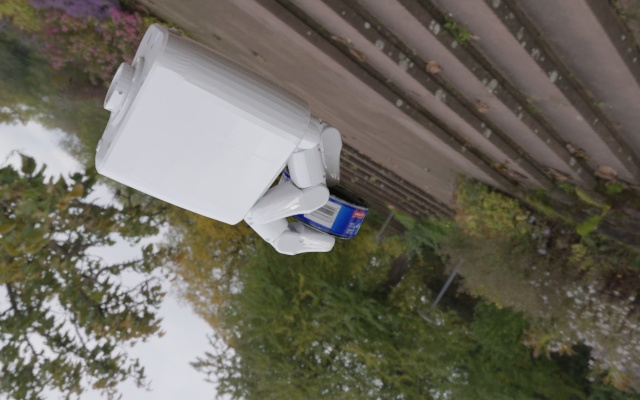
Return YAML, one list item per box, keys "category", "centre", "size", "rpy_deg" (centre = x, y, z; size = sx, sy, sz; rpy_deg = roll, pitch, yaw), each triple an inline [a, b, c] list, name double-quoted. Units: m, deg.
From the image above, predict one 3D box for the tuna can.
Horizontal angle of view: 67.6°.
- category: "tuna can"
  centre: [0.000, 0.002, 0.439]
  size: [0.086, 0.034, 0.086]
  rpy_deg: [25, 9, -4]
